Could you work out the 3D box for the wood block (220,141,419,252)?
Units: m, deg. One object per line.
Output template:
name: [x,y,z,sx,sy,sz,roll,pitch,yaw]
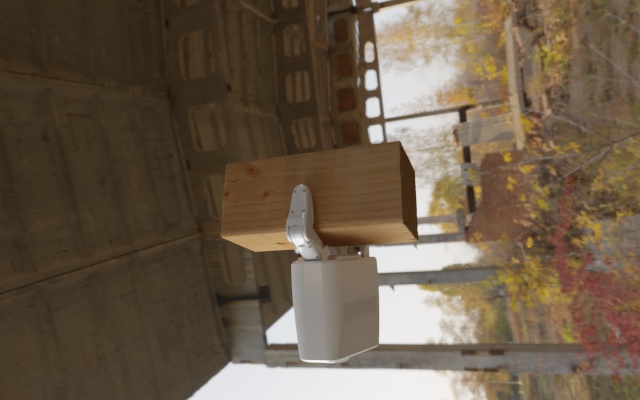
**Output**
wood block: [0.000,0.002,0.547,0.206,0.090,0.091,-6,-19,20]
